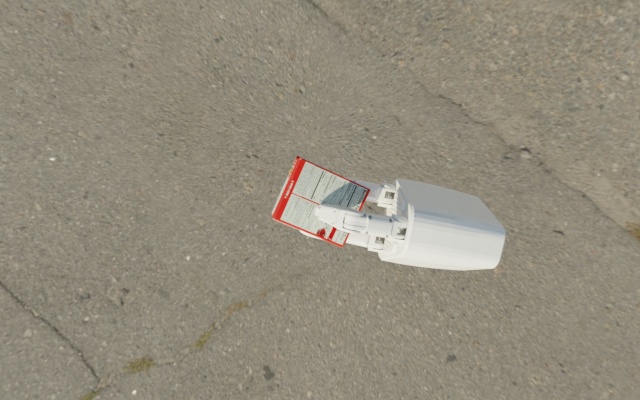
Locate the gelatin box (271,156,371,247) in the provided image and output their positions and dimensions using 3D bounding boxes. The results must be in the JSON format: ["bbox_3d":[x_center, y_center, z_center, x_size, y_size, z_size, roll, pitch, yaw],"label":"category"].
[{"bbox_3d":[0.000,0.002,0.530,0.089,0.073,0.030,23,5,-13],"label":"gelatin box"}]
